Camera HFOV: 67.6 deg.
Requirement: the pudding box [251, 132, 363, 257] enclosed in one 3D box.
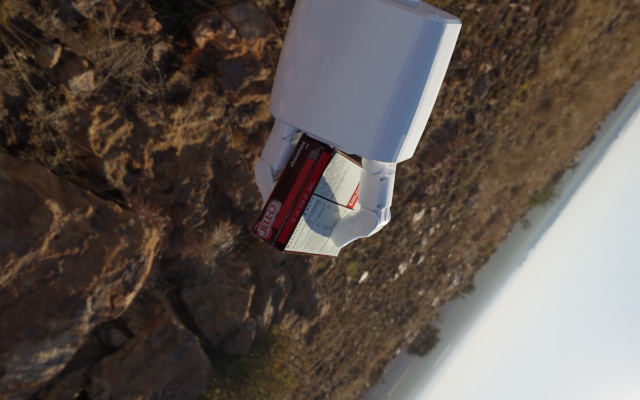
[{"bbox_3d":[0.000,0.001,0.411,0.039,0.090,0.113,31,5,27],"label":"pudding box"}]
